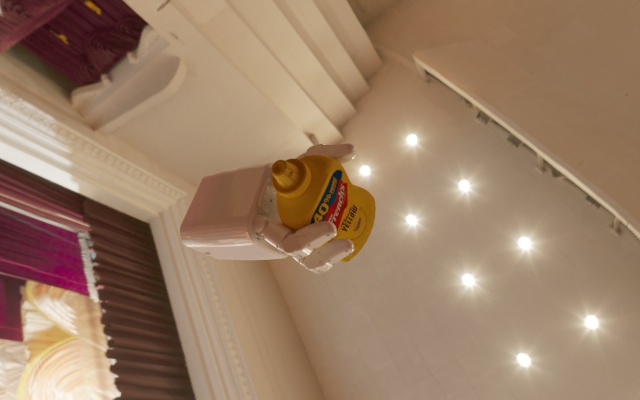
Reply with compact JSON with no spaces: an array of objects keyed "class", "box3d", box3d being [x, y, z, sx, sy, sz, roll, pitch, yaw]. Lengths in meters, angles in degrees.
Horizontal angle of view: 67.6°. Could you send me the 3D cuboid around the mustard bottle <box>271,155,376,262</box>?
[{"class":"mustard bottle","box3d":[0.000,0.002,0.550,0.058,0.096,0.192,21,-11,34]}]
